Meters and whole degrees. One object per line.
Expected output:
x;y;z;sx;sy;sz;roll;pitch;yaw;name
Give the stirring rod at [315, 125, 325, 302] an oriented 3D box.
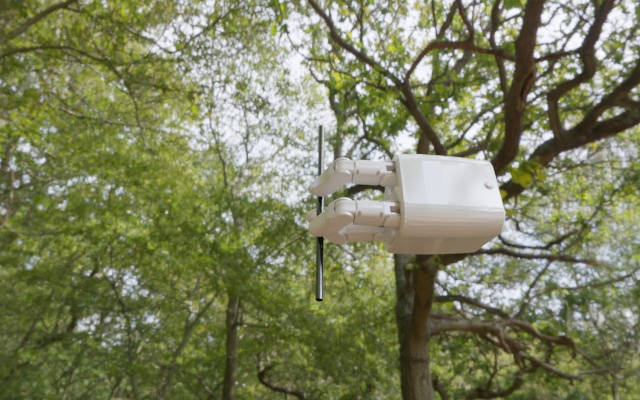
0.000;0.002;0.542;0.011;0.239;0.011;1;-37;0;stirring rod
